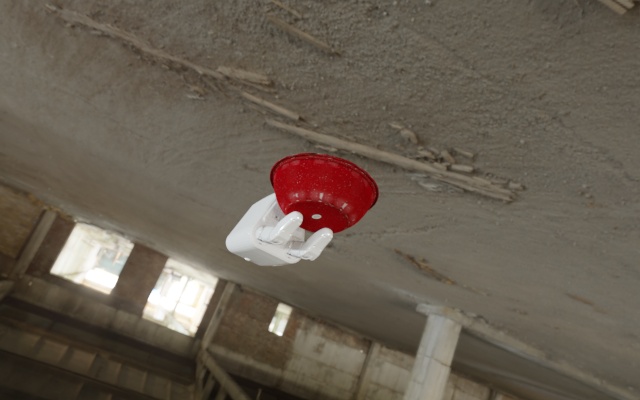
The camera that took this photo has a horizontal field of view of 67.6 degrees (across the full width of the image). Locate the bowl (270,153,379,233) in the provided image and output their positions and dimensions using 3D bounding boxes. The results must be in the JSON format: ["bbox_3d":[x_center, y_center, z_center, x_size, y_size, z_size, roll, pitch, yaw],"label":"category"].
[{"bbox_3d":[0.001,0.002,0.681,0.162,0.055,0.162,9,-31,6],"label":"bowl"}]
